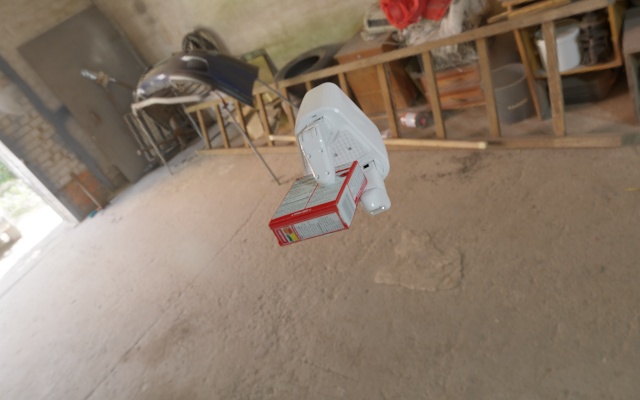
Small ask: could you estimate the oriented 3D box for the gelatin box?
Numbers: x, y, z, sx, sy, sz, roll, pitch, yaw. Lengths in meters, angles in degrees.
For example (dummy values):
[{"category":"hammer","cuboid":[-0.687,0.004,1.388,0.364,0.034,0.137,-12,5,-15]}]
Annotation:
[{"category":"gelatin box","cuboid":[0.000,0.001,0.457,0.073,0.030,0.089,-17,24,26]}]
